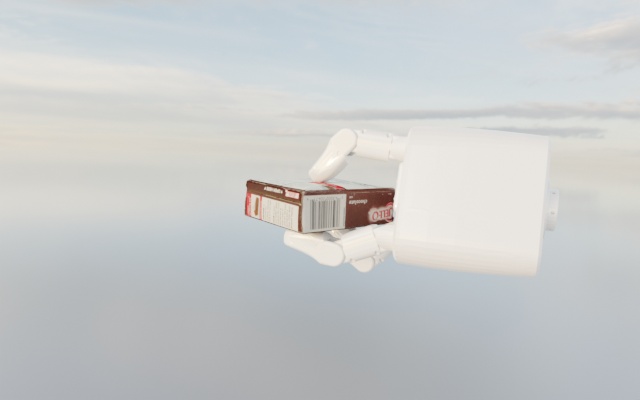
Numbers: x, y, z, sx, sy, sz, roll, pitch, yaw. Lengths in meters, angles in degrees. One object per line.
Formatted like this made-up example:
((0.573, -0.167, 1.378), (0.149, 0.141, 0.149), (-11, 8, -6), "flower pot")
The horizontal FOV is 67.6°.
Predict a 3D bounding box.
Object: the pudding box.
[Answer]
((0.000, 0.001, 0.446), (0.113, 0.039, 0.090), (-1, 8, -40), "pudding box")
